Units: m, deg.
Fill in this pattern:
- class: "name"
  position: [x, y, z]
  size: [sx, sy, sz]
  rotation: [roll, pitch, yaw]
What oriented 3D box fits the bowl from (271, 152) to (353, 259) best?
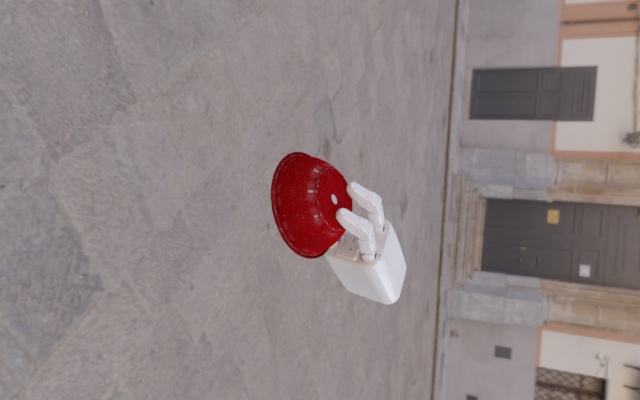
- class: "bowl"
  position: [0.000, 0.002, 0.696]
  size: [0.055, 0.162, 0.162]
  rotation: [-12, -7, 35]
